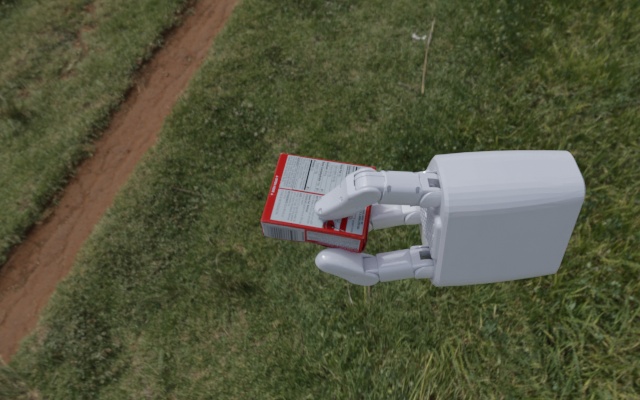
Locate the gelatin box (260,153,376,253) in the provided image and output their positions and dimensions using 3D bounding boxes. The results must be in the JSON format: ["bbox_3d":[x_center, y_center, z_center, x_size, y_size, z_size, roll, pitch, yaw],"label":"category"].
[{"bbox_3d":[0.000,0.001,0.413,0.089,0.073,0.030,9,-32,4],"label":"gelatin box"}]
